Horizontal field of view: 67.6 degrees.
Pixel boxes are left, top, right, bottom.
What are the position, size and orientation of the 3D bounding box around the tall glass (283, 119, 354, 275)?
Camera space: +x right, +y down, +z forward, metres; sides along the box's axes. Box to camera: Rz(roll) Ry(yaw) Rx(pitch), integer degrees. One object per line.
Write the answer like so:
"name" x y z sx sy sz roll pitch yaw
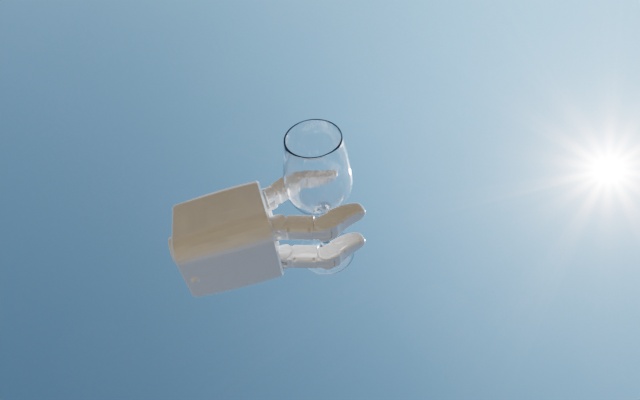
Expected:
"tall glass" 0.000 0.002 0.564 0.079 0.079 0.201 0 -42 6
